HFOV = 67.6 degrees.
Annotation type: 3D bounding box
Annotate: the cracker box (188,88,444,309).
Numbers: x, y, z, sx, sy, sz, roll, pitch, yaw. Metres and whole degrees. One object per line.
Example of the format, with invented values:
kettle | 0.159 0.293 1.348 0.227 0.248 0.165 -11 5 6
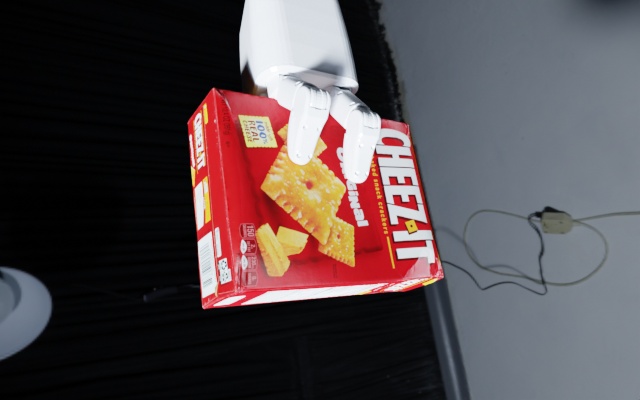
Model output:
cracker box | 0.000 0.001 0.427 0.214 0.164 0.072 3 -20 -33
